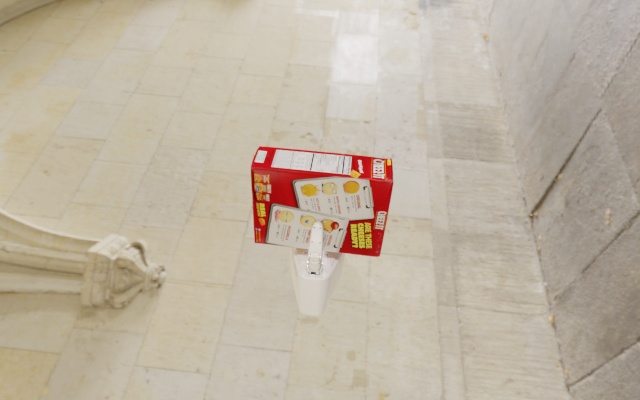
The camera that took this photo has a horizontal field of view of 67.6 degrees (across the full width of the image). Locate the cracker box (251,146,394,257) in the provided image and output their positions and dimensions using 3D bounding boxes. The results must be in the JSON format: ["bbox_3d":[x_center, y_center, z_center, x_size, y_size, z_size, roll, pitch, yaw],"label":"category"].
[{"bbox_3d":[0.000,0.003,0.771,0.214,0.164,0.072,5,41,2],"label":"cracker box"}]
